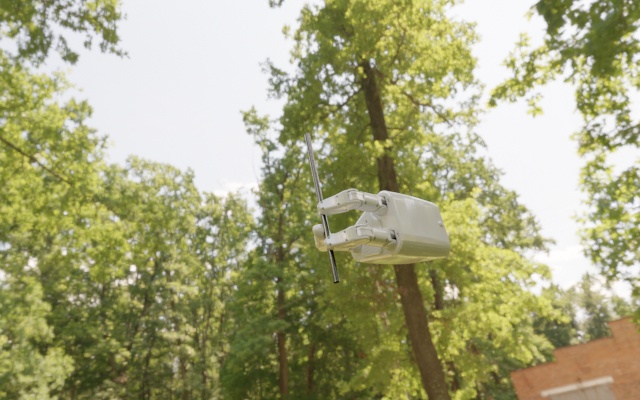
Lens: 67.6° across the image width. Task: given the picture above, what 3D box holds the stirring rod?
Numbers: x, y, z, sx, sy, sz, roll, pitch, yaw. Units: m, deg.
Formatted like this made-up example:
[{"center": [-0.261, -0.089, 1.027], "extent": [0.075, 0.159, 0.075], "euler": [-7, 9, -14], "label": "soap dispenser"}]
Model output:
[{"center": [0.000, 0.002, 0.675], "extent": [0.011, 0.239, 0.011], "euler": [-9, -29, -5], "label": "stirring rod"}]
